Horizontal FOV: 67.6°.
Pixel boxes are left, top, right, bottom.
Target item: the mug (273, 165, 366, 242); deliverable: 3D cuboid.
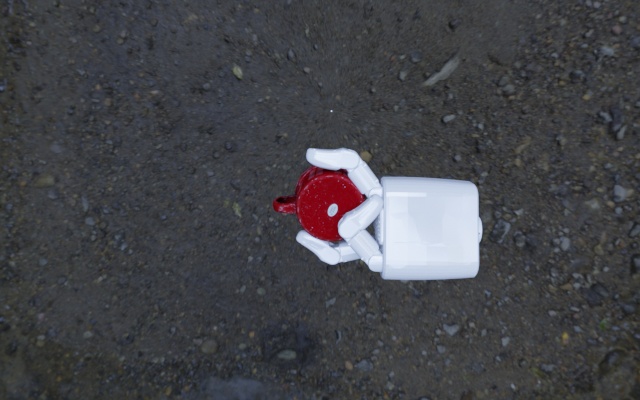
[{"bbox_3d":[-0.001,0.002,0.583,0.117,0.093,0.081,-1,11,1],"label":"mug"}]
